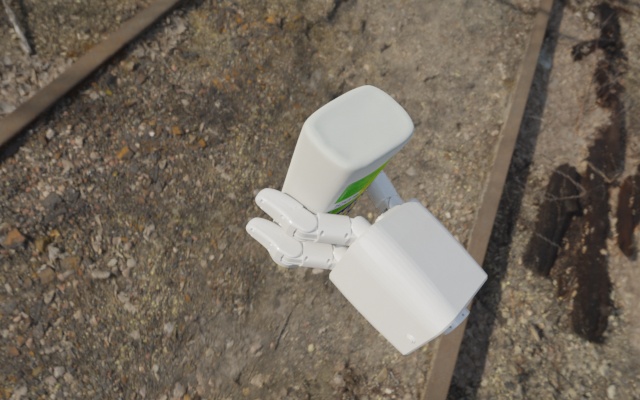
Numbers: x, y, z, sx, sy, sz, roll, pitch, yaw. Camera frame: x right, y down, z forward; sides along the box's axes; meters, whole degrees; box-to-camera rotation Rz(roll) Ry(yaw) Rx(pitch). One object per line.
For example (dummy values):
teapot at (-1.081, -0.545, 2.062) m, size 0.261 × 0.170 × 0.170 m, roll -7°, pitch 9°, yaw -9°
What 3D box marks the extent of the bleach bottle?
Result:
bleach bottle at (0.000, 0.002, 0.493) m, size 0.102 × 0.068 × 0.251 m, roll -34°, pitch -16°, yaw -32°
